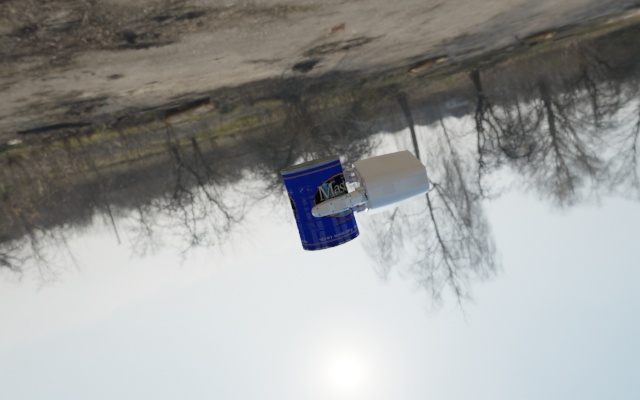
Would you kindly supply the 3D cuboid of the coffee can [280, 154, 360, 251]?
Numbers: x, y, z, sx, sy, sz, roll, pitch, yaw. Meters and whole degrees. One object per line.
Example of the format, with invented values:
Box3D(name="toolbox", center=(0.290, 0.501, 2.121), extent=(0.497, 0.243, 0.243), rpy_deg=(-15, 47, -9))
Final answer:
Box3D(name="coffee can", center=(0.000, 0.003, 0.811), extent=(0.103, 0.140, 0.103), rpy_deg=(-15, 8, 2))
